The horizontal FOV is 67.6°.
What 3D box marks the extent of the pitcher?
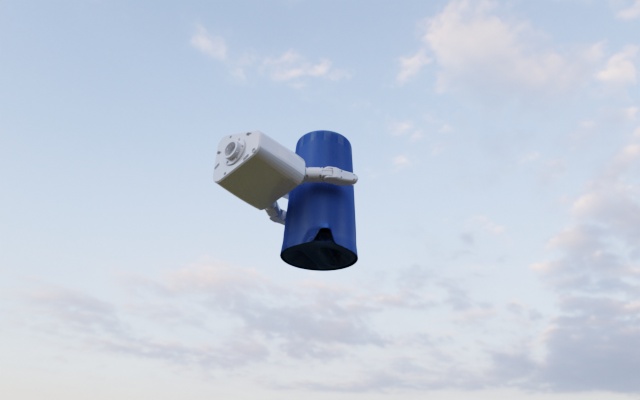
[{"bbox_3d":[0.000,0.003,0.874,0.149,0.242,0.145,-19,-35,36],"label":"pitcher"}]
